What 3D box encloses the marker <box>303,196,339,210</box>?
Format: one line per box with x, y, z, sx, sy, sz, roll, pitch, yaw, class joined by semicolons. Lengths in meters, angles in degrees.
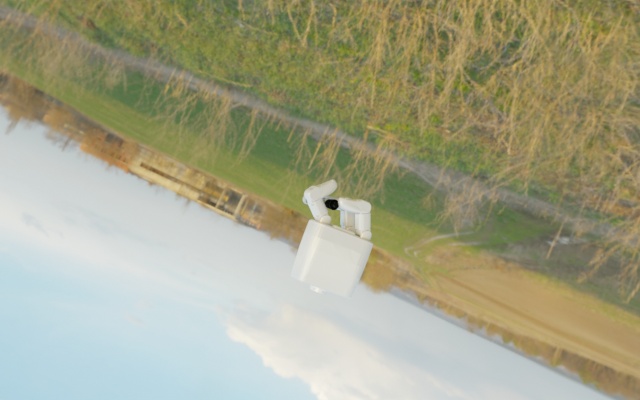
0.000;0.003;0.850;0.020;0.020;0.121;0;5;-25;marker
